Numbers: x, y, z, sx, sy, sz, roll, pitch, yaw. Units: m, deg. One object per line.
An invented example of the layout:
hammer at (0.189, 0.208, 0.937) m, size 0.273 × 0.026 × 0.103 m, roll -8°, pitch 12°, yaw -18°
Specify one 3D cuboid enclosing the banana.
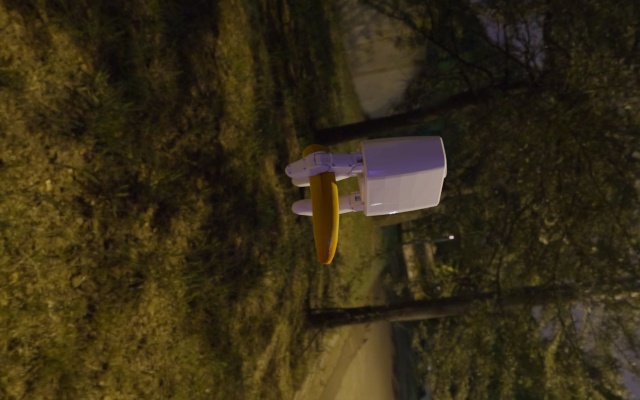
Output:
banana at (0.001, -0.013, 0.641) m, size 0.037 × 0.197 × 0.070 m, roll -2°, pitch -40°, yaw -9°
